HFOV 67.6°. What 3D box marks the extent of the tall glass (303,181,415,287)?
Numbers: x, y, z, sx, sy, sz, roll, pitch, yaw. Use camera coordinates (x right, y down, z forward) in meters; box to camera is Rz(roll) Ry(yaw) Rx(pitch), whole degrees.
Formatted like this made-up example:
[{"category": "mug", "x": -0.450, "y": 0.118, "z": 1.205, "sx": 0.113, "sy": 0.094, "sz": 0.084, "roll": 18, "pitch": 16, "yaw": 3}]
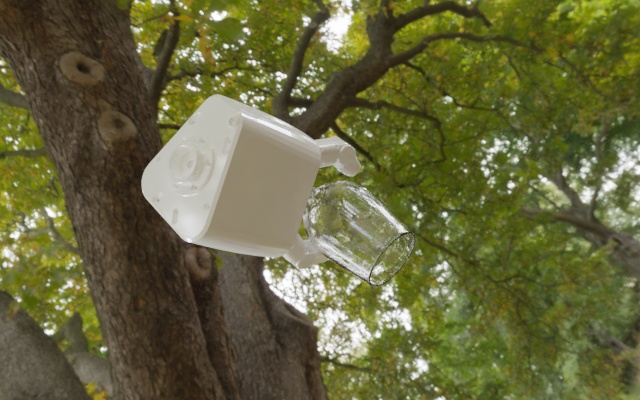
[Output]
[{"category": "tall glass", "x": 0.000, "y": 0.001, "z": 0.487, "sx": 0.201, "sy": 0.079, "sz": 0.079, "roll": 38, "pitch": 23, "yaw": 32}]
